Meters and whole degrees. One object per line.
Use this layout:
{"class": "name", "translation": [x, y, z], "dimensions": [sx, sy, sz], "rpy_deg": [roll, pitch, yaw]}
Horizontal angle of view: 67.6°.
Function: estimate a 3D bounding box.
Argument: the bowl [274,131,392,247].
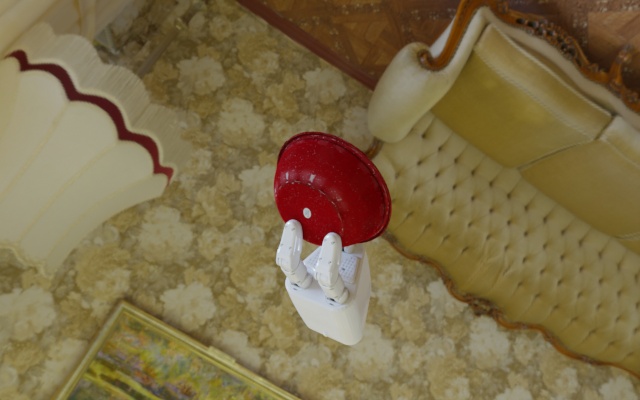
{"class": "bowl", "translation": [-0.001, 0.001, 0.565], "dimensions": [0.162, 0.162, 0.055], "rpy_deg": [0, 33, 39]}
